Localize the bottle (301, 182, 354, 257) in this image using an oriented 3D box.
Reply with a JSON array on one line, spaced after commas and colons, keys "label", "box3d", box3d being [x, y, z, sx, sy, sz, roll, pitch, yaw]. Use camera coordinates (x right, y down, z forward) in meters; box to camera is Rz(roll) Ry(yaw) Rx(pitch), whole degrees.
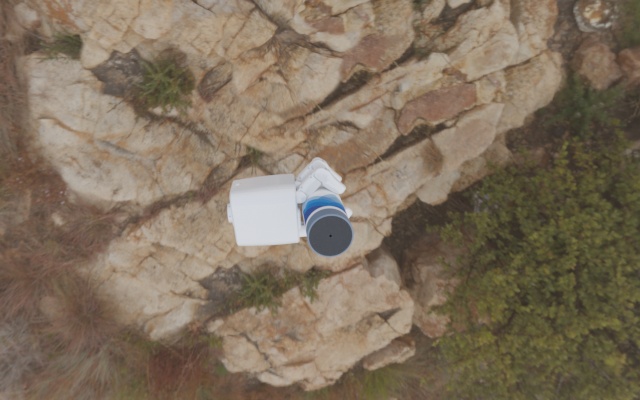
[{"label": "bottle", "box3d": [0.000, 0.003, 0.809, 0.069, 0.069, 0.295, 0, 19, -6]}]
